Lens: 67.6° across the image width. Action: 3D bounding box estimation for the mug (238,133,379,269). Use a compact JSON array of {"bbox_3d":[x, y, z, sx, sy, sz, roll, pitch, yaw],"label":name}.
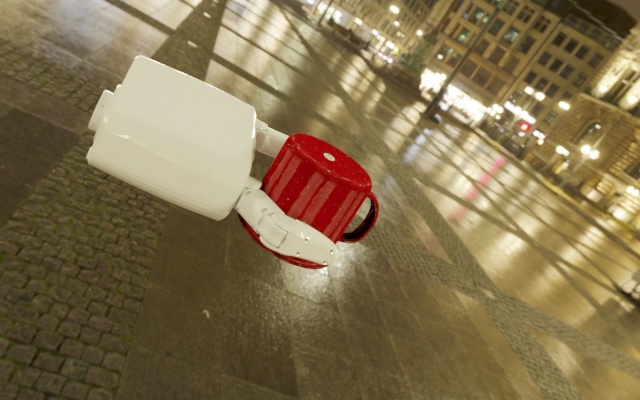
[{"bbox_3d":[0.001,0.002,0.409,0.117,0.081,0.093,23,21,-25],"label":"mug"}]
